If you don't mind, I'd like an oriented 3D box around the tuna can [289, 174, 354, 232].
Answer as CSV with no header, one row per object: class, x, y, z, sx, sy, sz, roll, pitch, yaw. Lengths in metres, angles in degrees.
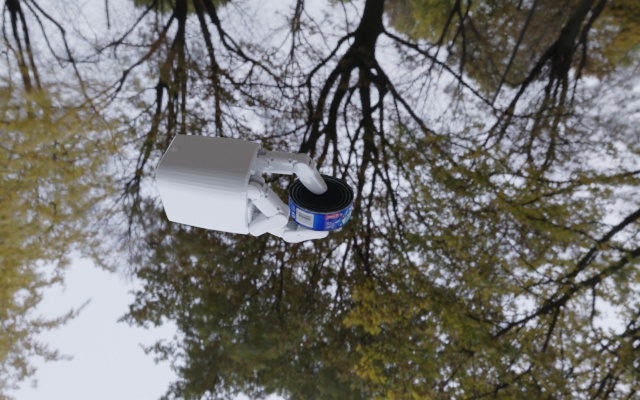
tuna can,0.000,0.003,0.632,0.086,0.034,0.086,3,37,-2
